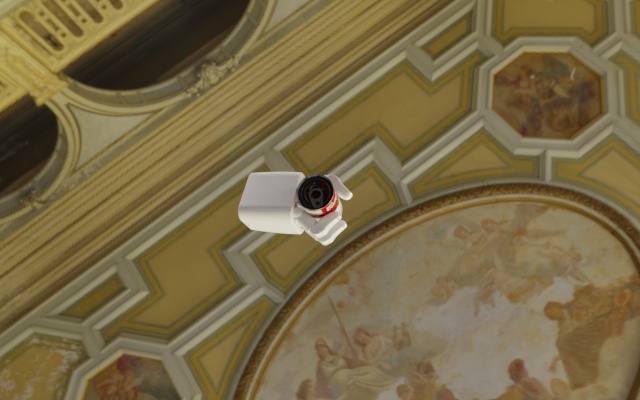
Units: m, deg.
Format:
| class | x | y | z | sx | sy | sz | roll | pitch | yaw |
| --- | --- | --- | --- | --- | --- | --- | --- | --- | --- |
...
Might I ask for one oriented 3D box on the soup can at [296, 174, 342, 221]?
| class | x | y | z | sx | sy | sz | roll | pitch | yaw |
| --- | --- | --- | --- | --- | --- | --- | --- | --- | --- |
| soup can | 0.001 | 0.003 | 0.876 | 0.068 | 0.068 | 0.102 | 0 | -21 | 12 |
